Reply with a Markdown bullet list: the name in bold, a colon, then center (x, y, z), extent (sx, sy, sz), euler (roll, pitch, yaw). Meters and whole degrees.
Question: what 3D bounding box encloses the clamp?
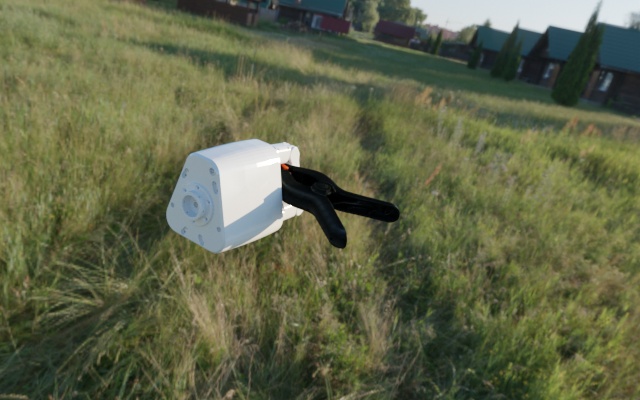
- **clamp**: center (0.000, 0.001, 0.587), extent (0.171, 0.039, 0.120), euler (24, 25, 25)
